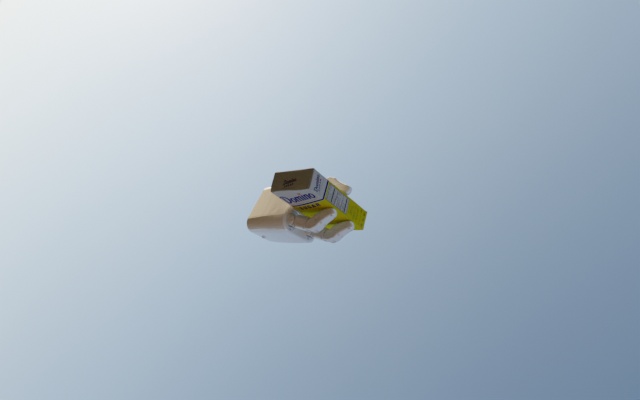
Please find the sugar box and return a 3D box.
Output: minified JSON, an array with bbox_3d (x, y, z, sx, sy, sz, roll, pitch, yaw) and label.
[{"bbox_3d":[0.000,0.003,0.867,0.093,0.048,0.176,-4,-25,39],"label":"sugar box"}]
